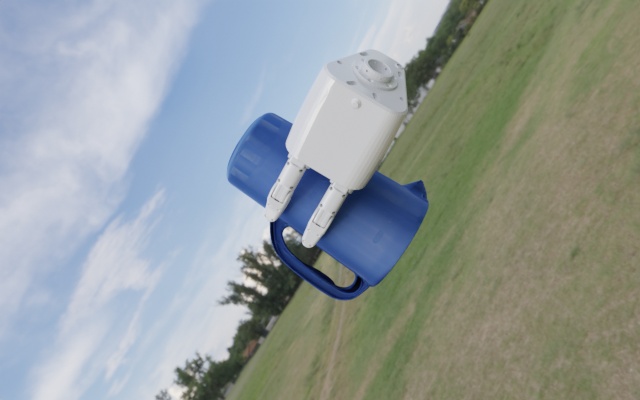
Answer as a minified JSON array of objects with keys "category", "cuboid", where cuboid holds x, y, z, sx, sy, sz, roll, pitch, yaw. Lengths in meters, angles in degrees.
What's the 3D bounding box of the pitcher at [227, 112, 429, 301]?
[{"category":"pitcher","cuboid":[0.000,0.002,0.614,0.243,0.145,0.149,32,42,2]}]
